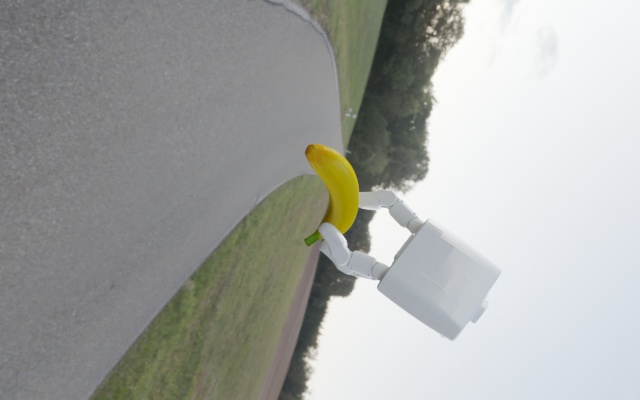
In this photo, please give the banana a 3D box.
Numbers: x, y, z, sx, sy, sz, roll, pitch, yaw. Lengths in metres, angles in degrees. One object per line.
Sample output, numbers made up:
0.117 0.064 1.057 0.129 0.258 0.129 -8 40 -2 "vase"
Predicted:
0.016 -0.004 0.581 0.069 0.037 0.198 -25 -33 -19 "banana"
